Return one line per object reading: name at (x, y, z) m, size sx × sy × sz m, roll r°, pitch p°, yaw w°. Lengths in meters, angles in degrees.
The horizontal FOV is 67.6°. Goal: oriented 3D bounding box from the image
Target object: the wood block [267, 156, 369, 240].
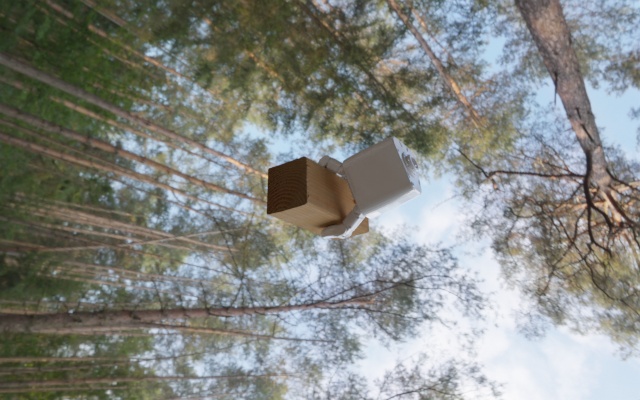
wood block at (0.001, 0.003, 0.896) m, size 0.090 × 0.090 × 0.206 m, roll -15°, pitch -25°, yaw 33°
